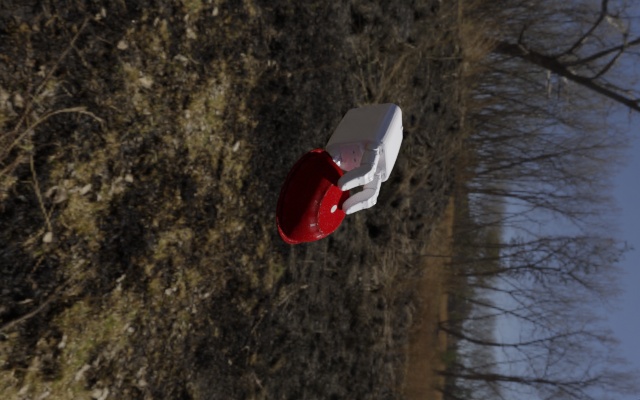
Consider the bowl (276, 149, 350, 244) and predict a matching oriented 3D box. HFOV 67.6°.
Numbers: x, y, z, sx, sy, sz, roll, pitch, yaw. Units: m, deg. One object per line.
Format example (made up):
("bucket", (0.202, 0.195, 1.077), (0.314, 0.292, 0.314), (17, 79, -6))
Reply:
("bowl", (0.000, 0.004, 0.760), (0.055, 0.162, 0.162), (21, 11, 29))
